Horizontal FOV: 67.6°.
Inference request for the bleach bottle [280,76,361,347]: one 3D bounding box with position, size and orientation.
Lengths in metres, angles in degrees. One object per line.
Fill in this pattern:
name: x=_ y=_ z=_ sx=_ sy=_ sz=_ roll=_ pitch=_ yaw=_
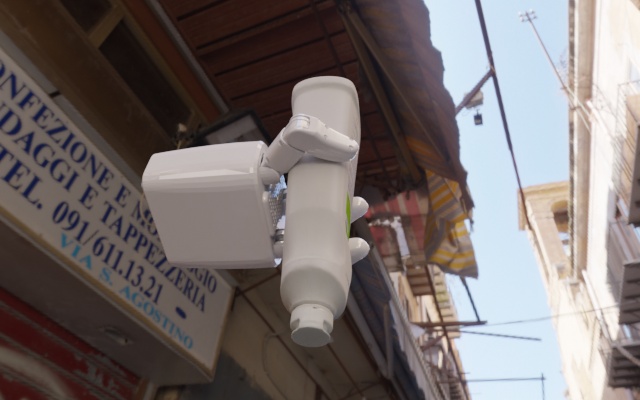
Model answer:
bleach bottle: x=0.000 y=0.001 z=0.418 sx=0.068 sy=0.250 sz=0.103 roll=-3 pitch=-45 yaw=8
